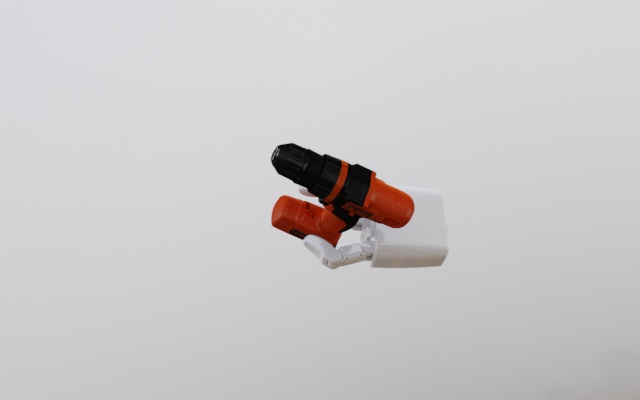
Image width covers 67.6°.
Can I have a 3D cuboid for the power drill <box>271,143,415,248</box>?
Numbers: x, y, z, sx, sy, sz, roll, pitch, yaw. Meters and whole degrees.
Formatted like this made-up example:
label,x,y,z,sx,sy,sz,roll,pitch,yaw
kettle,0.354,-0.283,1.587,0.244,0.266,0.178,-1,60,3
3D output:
label,x,y,z,sx,sy,sz,roll,pitch,yaw
power drill,0.000,0.002,0.617,0.184,0.057,0.188,25,-24,-16
